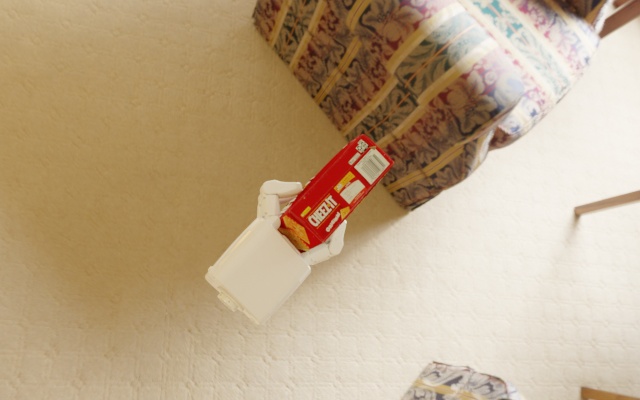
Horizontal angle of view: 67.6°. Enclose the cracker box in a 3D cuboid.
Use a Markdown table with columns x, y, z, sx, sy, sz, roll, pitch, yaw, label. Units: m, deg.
| x | y | z | sx | sy | sz | roll | pitch | yaw | label |
| --- | --- | --- | --- | --- | --- | --- | --- | --- | --- |
| 0.000 | 0.003 | 0.739 | 0.164 | 0.072 | 0.214 | -47 | 4 | -21 | cracker box |
